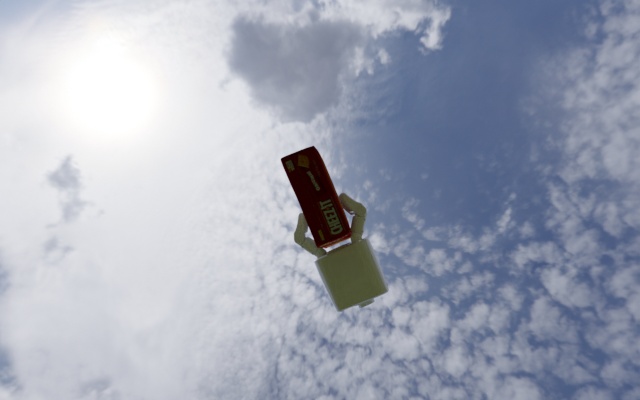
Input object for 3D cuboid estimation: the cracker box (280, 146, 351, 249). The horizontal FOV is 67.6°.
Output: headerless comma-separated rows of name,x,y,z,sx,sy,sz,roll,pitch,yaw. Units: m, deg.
cracker box,0.000,0.003,0.893,0.072,0.164,0.214,-23,-8,1
